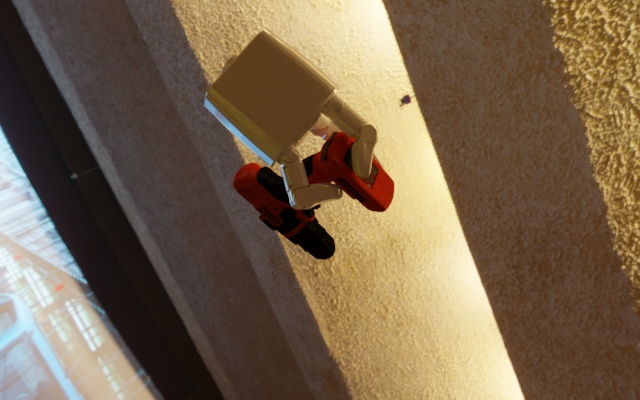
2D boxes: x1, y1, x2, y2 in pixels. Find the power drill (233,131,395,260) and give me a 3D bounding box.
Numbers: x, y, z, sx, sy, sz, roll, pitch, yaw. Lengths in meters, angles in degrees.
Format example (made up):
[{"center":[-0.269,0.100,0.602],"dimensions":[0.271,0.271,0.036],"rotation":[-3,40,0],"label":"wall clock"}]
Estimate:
[{"center":[0.000,0.002,0.616],"dimensions":[0.188,0.057,0.184],"rotation":[-24,-57,42],"label":"power drill"}]
